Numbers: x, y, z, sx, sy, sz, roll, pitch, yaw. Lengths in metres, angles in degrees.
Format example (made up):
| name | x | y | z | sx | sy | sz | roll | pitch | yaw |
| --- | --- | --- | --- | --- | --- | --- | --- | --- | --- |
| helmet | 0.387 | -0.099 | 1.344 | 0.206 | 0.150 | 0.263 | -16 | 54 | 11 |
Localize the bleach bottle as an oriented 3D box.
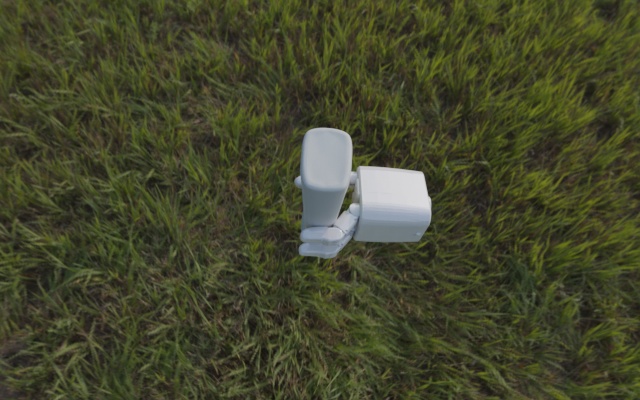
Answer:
| name | x | y | z | sx | sy | sz | roll | pitch | yaw |
| --- | --- | --- | --- | --- | --- | --- | --- | --- | --- |
| bleach bottle | 0.000 | 0.002 | 0.732 | 0.068 | 0.102 | 0.251 | 5 | -27 | -2 |
